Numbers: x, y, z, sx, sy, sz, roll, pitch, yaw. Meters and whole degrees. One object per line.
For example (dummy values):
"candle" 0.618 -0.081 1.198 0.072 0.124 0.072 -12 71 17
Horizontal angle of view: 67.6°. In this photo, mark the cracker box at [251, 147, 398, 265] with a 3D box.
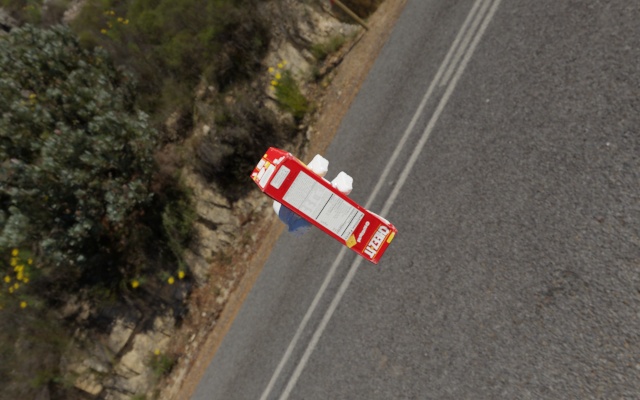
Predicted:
"cracker box" 0.000 0.003 0.772 0.214 0.072 0.164 34 0 -17
